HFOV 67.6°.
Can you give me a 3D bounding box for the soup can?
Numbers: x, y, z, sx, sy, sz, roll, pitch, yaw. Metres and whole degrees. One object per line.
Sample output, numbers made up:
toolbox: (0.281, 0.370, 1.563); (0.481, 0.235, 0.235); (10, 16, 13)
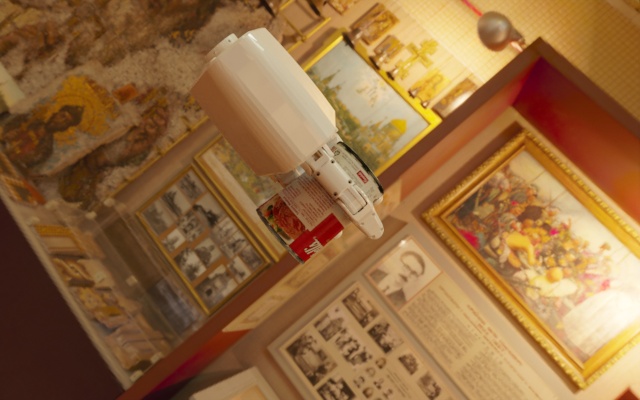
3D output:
soup can: (0.001, 0.002, 0.447); (0.102, 0.068, 0.068); (-40, 2, -2)
